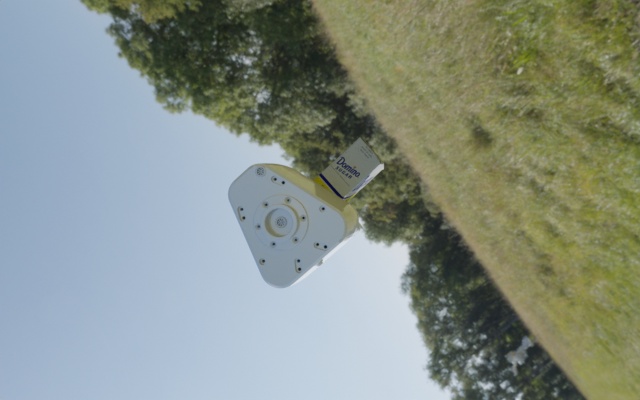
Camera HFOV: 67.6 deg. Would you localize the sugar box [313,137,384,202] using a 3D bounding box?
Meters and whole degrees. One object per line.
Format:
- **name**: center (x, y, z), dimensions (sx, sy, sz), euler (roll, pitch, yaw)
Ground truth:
- **sugar box**: center (0.000, 0.002, 0.582), dimensions (0.176, 0.048, 0.093), euler (-40, -6, 7)
